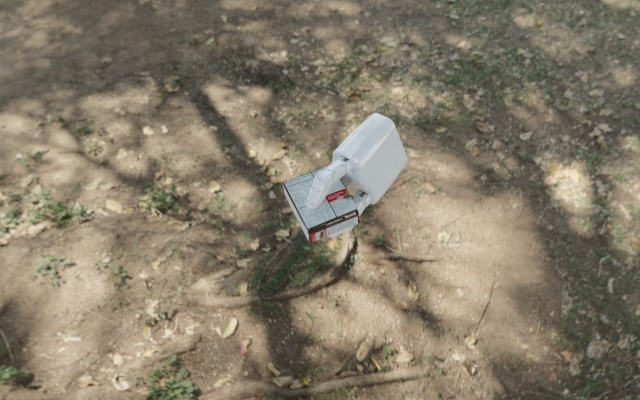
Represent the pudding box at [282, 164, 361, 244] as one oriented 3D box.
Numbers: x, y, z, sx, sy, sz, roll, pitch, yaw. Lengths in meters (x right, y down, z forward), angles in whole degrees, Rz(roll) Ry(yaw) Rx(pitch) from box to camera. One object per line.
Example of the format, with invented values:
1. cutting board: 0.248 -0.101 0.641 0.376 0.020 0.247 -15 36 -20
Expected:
1. pudding box: 0.000 0.002 0.764 0.090 0.113 0.039 -22 -39 -9
